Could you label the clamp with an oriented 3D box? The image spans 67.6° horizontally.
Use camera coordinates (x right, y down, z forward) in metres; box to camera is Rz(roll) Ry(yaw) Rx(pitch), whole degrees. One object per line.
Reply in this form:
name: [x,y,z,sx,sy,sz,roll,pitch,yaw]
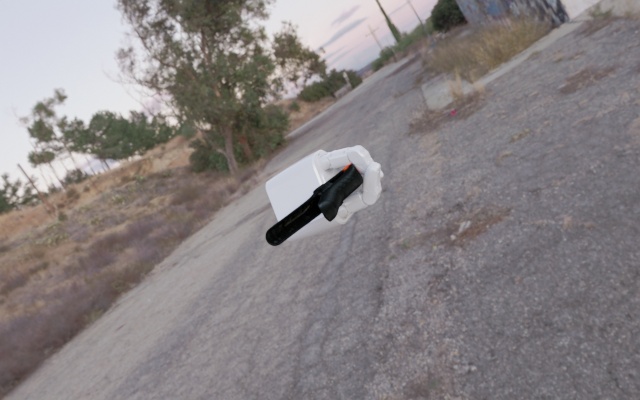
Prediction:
clamp: [0.000,0.001,0.633,0.120,0.039,0.171,-22,11,32]
